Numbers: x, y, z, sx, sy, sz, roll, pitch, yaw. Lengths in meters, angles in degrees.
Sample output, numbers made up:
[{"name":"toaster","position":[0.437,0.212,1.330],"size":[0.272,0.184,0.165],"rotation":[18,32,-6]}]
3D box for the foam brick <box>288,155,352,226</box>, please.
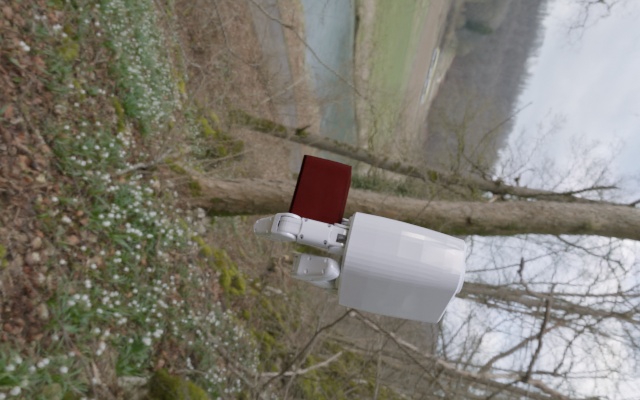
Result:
[{"name":"foam brick","position":[0.000,0.001,0.497],"size":[0.051,0.078,0.053],"rotation":[12,-18,7]}]
